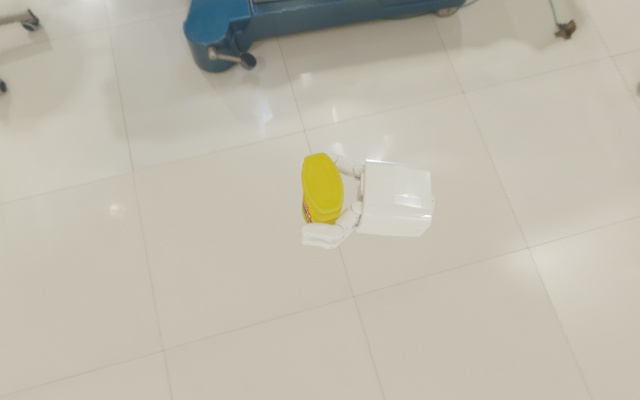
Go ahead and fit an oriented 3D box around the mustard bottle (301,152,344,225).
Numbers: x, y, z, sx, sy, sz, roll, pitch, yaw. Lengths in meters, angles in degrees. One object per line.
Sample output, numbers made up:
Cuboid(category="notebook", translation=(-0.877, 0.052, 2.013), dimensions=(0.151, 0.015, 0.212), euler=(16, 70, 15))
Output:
Cuboid(category="mustard bottle", translation=(0.000, 0.002, 0.770), dimensions=(0.058, 0.096, 0.192), euler=(-15, -17, -7))
